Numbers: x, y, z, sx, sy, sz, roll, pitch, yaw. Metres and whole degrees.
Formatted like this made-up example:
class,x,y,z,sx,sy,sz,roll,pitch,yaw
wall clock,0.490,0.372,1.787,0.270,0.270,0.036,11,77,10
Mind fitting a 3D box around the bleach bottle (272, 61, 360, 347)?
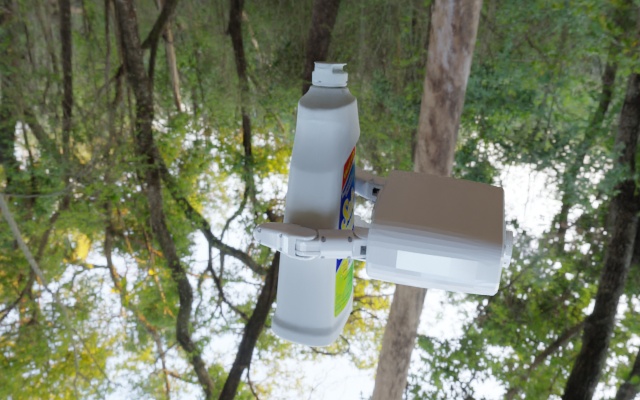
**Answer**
class,x,y,z,sx,sy,sz,roll,pitch,yaw
bleach bottle,0.000,0.001,0.447,0.068,0.251,0.102,9,20,17
